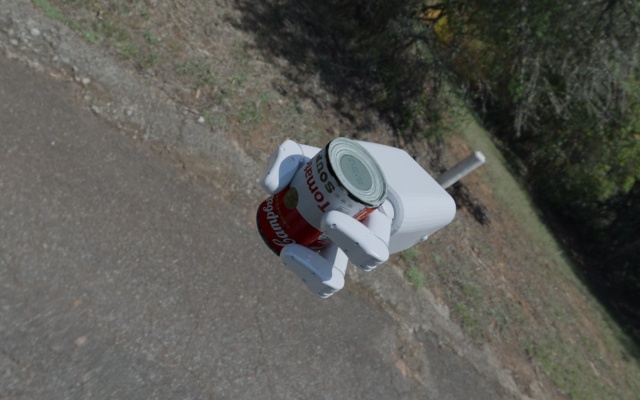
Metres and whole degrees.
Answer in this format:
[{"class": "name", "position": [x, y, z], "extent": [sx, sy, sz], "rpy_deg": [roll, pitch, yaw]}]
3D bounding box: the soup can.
[{"class": "soup can", "position": [0.000, 0.001, 0.414], "extent": [0.068, 0.068, 0.102], "rpy_deg": [0, -31, -46]}]
